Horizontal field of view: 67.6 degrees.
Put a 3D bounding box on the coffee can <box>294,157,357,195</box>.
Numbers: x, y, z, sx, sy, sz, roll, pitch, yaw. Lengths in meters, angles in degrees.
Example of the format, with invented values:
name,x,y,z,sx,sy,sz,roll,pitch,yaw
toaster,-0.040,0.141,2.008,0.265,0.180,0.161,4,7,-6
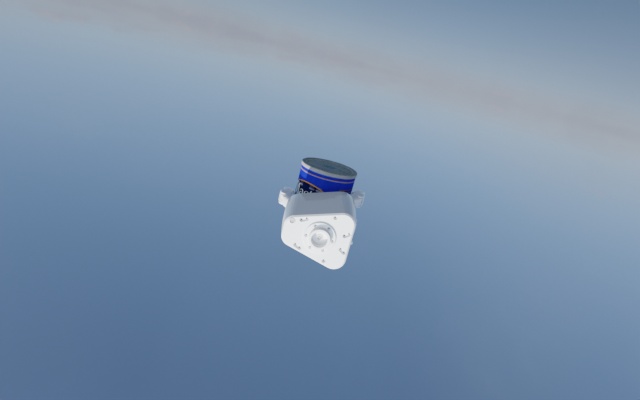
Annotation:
name,x,y,z,sx,sy,sz,roll,pitch,yaw
coffee can,0.000,0.003,0.878,0.103,0.140,0.102,13,17,-4
